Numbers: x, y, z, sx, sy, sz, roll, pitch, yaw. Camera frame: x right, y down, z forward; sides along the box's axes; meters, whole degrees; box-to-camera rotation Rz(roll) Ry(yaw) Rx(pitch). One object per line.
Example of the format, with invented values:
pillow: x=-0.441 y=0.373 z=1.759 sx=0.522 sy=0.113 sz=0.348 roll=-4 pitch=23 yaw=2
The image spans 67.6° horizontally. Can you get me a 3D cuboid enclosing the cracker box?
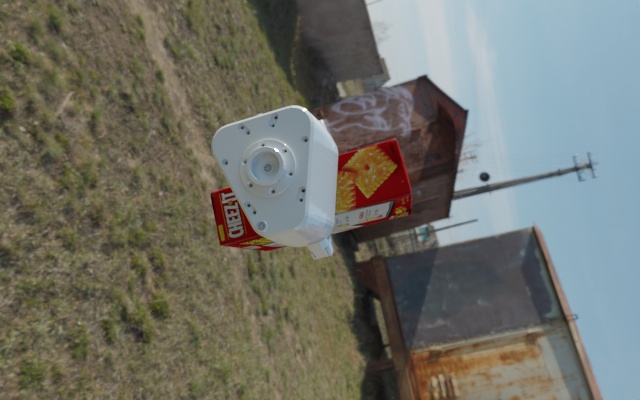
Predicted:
cracker box: x=0.000 y=0.002 z=0.582 sx=0.214 sy=0.072 sz=0.164 roll=-15 pitch=-11 yaw=9
